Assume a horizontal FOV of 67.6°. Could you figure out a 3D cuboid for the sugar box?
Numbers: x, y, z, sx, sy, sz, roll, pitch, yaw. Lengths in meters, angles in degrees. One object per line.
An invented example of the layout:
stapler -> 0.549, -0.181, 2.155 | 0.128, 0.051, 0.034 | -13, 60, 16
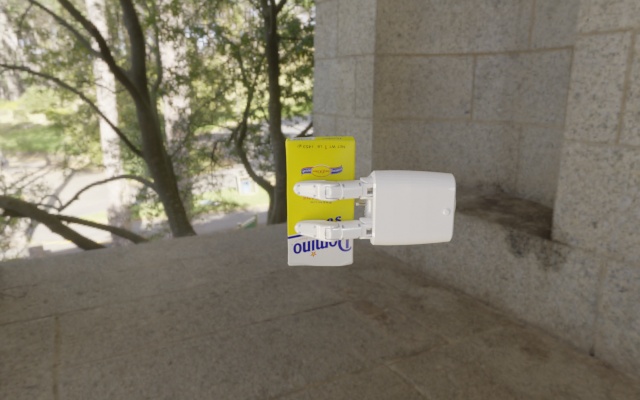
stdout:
sugar box -> 0.000, 0.002, 0.656 | 0.093, 0.176, 0.048 | -1, 13, 0
